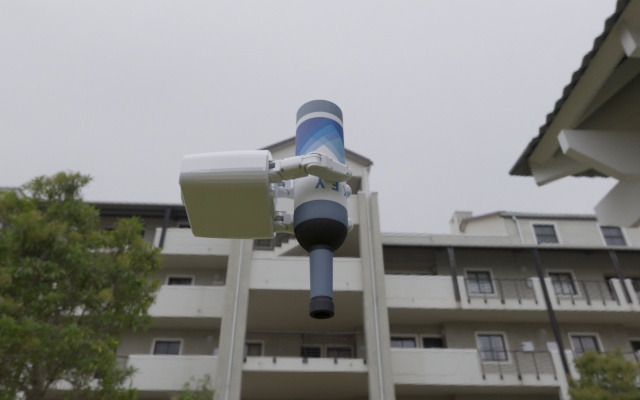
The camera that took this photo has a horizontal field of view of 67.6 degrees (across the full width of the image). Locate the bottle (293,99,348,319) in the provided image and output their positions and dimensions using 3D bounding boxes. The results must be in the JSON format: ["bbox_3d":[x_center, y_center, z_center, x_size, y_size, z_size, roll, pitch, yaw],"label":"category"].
[{"bbox_3d":[0.000,0.002,0.597,0.069,0.295,0.069,0,-34,0],"label":"bottle"}]
